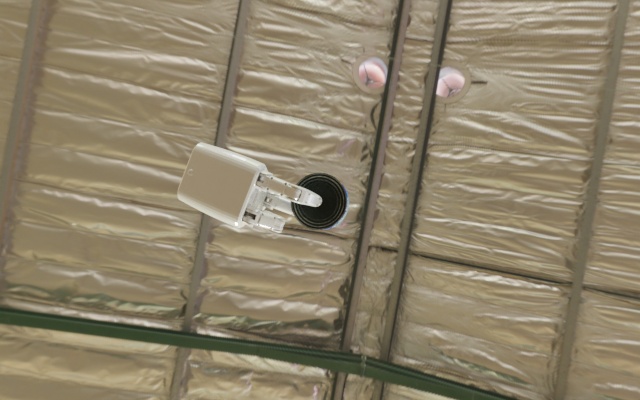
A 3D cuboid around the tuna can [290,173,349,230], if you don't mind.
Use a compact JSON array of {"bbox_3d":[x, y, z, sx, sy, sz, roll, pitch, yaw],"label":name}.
[{"bbox_3d":[0.000,0.002,0.723,0.086,0.086,0.034,0,-5,11],"label":"tuna can"}]
